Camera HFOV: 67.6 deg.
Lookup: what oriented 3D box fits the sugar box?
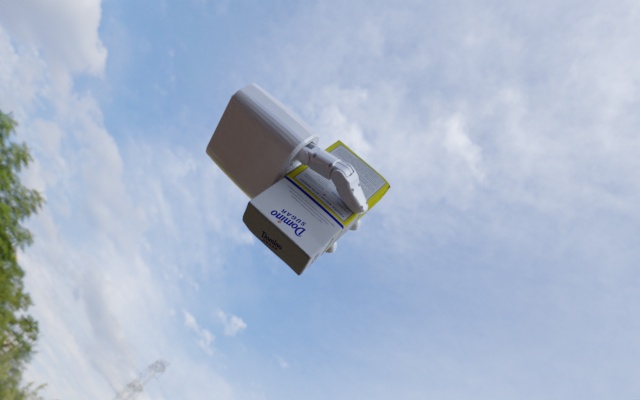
[{"bbox_3d":[0.000,0.002,0.567,0.176,0.093,0.048,-39,-15,-40],"label":"sugar box"}]
